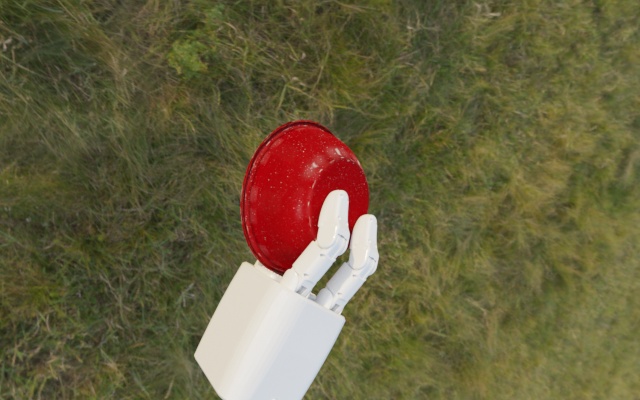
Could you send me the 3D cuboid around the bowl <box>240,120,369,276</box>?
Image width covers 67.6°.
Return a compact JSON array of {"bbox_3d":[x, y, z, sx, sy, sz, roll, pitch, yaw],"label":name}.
[{"bbox_3d":[0.001,0.000,0.476,0.055,0.162,0.162,9,6,42],"label":"bowl"}]
